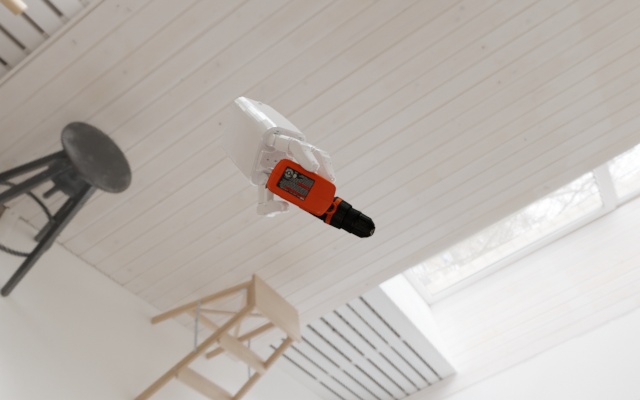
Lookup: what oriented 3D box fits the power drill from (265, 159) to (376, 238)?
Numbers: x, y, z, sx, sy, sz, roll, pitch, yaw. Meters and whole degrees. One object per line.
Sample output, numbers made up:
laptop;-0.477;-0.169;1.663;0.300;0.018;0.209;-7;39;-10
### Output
power drill;0.000;0.002;0.778;0.184;0.057;0.188;26;-6;14
